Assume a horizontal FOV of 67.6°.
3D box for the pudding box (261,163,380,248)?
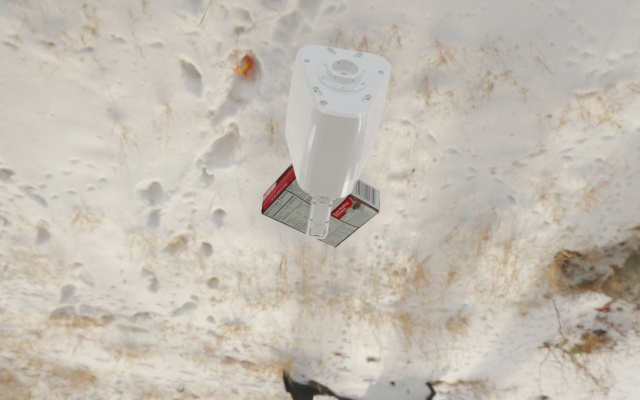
[{"bbox_3d":[0.000,0.002,0.562,0.113,0.039,0.090,28,-48,-23],"label":"pudding box"}]
